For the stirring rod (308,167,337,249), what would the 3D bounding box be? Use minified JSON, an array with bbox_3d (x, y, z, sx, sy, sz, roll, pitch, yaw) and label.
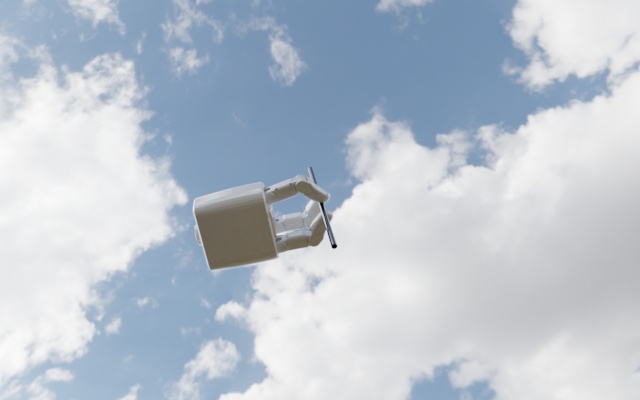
[{"bbox_3d":[0.000,0.002,0.725,0.011,0.011,0.239,0,29,-10],"label":"stirring rod"}]
